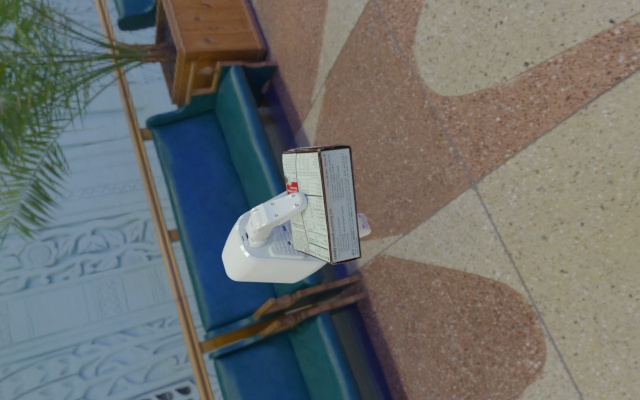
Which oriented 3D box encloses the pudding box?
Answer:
[{"bbox_3d":[0.000,0.002,0.483,0.039,0.113,0.090,-12,9,-26],"label":"pudding box"}]
